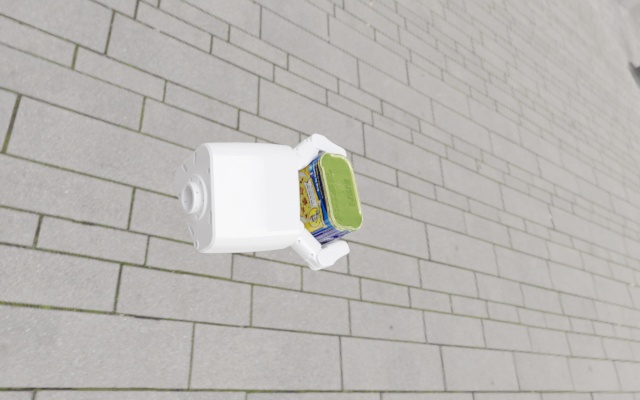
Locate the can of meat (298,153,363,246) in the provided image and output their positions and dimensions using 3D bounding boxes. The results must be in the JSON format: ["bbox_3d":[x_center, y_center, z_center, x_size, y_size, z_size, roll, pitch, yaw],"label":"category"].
[{"bbox_3d":[0.000,0.002,0.582,0.057,0.102,0.084,2,-21,-40],"label":"can of meat"}]
